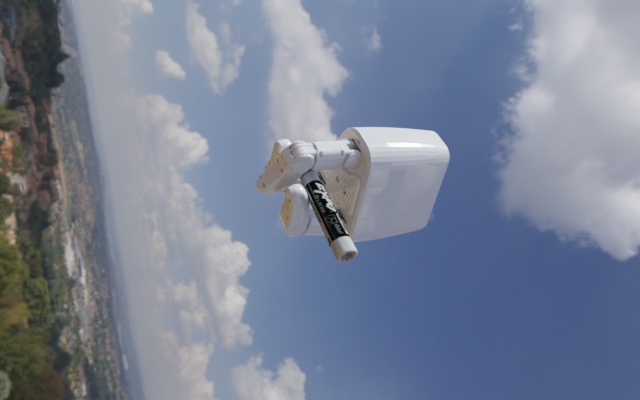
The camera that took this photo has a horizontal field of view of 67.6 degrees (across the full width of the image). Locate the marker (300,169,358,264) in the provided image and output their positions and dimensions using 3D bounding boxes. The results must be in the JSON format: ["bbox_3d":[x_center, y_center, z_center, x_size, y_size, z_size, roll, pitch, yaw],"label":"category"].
[{"bbox_3d":[0.000,0.001,0.423,0.020,0.121,0.020,-18,-34,-13],"label":"marker"}]
